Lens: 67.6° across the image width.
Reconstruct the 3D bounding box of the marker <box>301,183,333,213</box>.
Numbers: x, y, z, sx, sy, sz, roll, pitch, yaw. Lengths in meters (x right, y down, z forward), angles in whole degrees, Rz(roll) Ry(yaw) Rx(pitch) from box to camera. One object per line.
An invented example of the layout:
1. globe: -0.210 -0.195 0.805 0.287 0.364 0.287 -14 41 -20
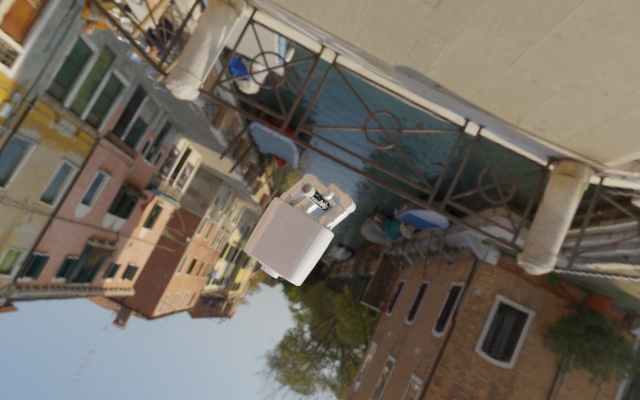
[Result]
1. marker: 0.000 0.002 0.777 0.020 0.020 0.121 0 -20 23
